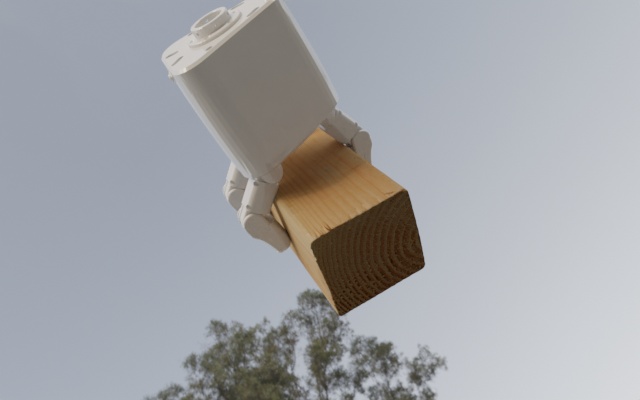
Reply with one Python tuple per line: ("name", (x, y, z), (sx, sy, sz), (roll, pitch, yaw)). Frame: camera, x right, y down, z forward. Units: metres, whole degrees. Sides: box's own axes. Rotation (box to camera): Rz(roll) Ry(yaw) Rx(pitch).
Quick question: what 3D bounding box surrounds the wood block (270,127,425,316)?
("wood block", (0.000, 0.001, 0.467), (0.091, 0.090, 0.206), (-28, 35, -11))
